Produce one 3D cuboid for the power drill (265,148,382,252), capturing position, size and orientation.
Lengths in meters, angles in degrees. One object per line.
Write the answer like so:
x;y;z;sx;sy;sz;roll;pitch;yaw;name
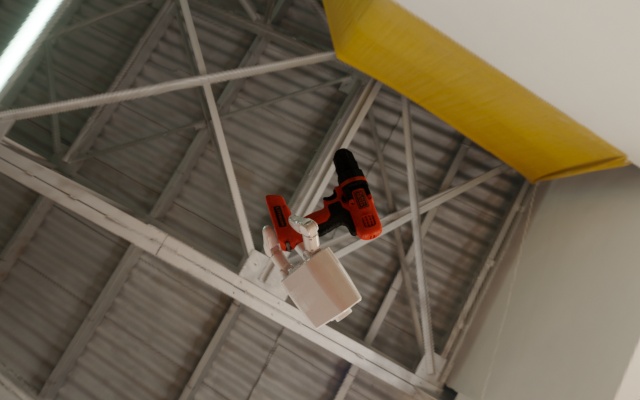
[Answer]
0.000;0.003;0.861;0.187;0.184;0.057;-17;-25;-5;power drill
